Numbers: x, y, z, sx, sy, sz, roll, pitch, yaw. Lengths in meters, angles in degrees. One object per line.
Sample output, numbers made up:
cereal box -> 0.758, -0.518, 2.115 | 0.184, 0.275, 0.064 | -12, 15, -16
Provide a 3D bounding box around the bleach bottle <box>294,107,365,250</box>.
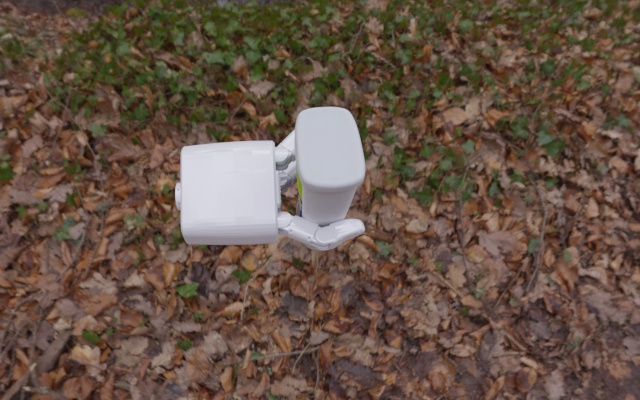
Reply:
bleach bottle -> 0.000, 0.002, 0.584 | 0.068, 0.102, 0.251 | -4, -29, -6
